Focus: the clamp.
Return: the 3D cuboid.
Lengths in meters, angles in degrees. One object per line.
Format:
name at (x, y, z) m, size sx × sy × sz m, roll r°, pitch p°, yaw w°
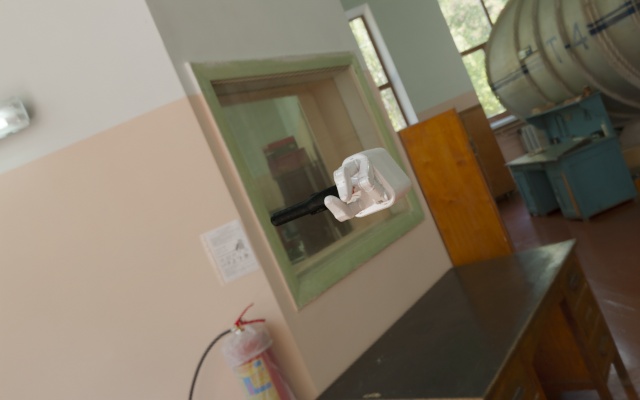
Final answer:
clamp at (0.000, 0.002, 0.888) m, size 0.171 × 0.039 × 0.120 m, roll -22°, pitch 1°, yaw 33°
